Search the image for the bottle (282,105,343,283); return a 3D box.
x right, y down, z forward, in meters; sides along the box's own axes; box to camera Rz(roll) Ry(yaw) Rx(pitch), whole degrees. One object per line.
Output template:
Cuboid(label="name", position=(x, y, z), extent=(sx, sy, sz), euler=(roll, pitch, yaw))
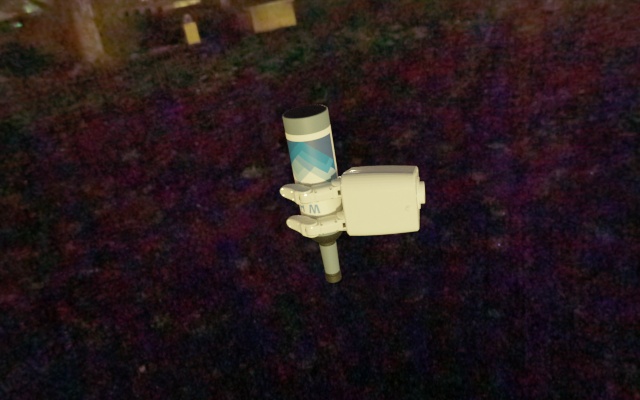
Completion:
Cuboid(label="bottle", position=(0.000, 0.002, 0.751), extent=(0.069, 0.296, 0.069), euler=(-8, 26, 4))
